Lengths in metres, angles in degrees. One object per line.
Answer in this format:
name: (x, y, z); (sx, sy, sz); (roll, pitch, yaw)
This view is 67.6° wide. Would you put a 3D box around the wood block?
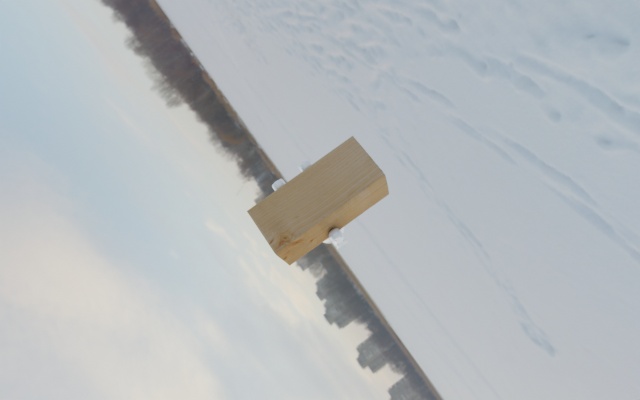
wood block: (0.000, 0.003, 0.776); (0.206, 0.090, 0.090); (-36, -23, -2)
